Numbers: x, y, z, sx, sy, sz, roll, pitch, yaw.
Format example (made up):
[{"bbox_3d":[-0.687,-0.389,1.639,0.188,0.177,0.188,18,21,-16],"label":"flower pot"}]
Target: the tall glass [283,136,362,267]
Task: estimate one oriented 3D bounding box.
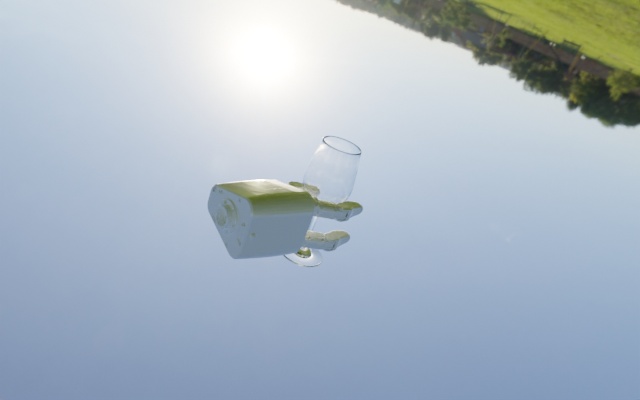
[{"bbox_3d":[0.000,0.003,0.747,0.079,0.201,0.079,17,25,-8],"label":"tall glass"}]
